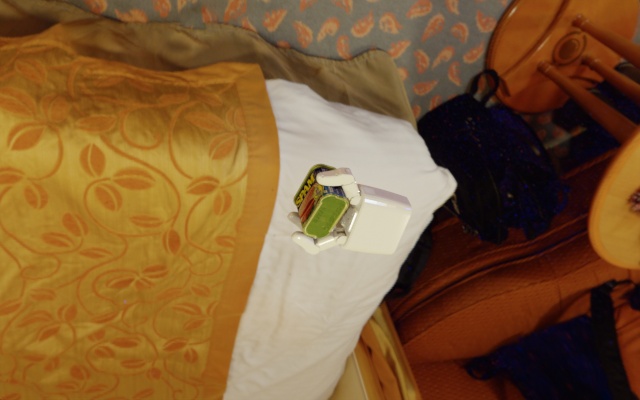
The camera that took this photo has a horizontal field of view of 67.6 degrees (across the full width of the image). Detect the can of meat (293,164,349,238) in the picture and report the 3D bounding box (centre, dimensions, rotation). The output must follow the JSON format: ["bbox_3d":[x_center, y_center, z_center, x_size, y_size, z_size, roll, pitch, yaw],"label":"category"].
[{"bbox_3d":[0.000,0.003,0.824,0.057,0.102,0.084,14,35,-27],"label":"can of meat"}]
